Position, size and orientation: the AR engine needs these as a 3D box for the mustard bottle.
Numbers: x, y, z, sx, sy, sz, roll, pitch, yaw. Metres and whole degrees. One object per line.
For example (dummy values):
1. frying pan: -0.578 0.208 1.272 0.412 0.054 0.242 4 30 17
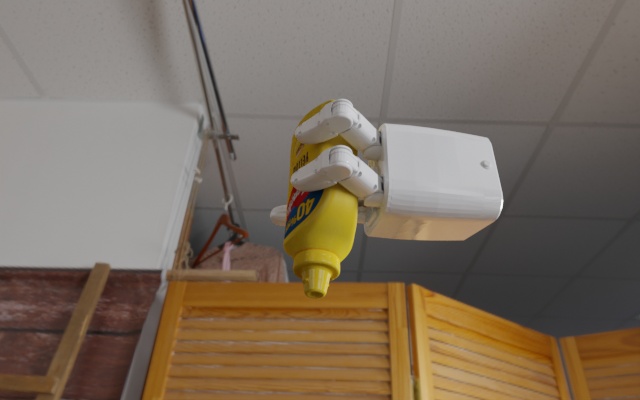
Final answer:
1. mustard bottle: 0.000 0.001 0.456 0.058 0.191 0.096 20 -39 -24
